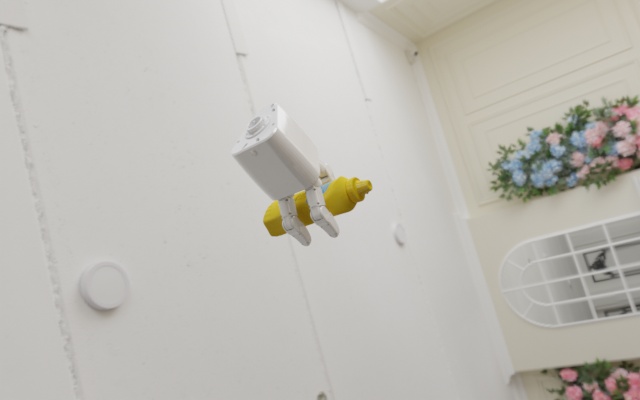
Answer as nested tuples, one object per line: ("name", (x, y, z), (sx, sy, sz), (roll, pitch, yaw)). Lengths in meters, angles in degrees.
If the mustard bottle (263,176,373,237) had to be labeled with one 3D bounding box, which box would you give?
("mustard bottle", (0.000, 0.003, 0.797), (0.192, 0.058, 0.096), (-20, 14, 31))
